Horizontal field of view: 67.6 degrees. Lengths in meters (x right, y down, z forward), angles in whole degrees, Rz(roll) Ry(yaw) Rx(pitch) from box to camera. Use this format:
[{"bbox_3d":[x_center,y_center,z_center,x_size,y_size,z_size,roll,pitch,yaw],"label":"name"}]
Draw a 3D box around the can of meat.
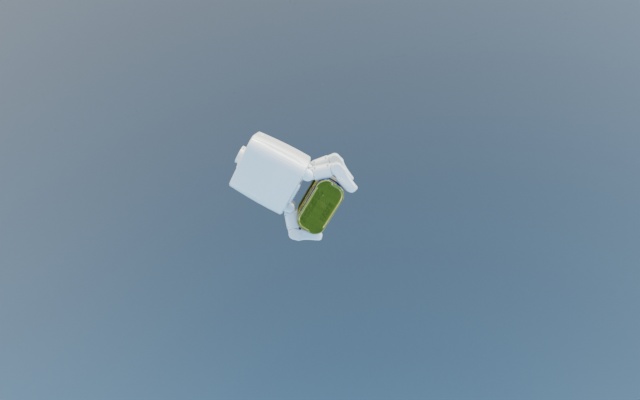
[{"bbox_3d":[0.000,0.003,0.842,0.057,0.102,0.084,30,12,-6],"label":"can of meat"}]
